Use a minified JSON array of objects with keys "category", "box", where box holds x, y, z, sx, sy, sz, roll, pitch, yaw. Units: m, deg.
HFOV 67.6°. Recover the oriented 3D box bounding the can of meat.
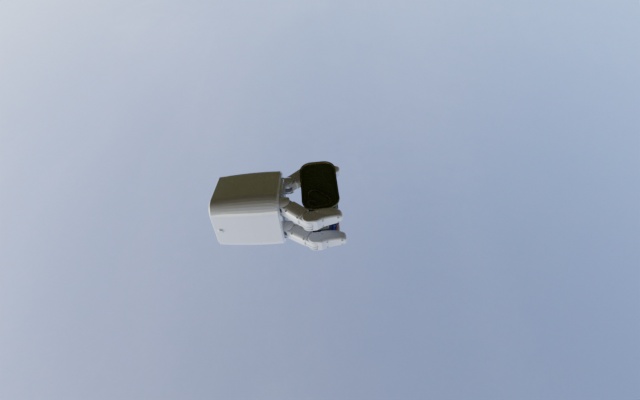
[{"category":"can of meat","box":[0.000,0.003,0.762,0.057,0.102,0.084,-6,-43,-1]}]
